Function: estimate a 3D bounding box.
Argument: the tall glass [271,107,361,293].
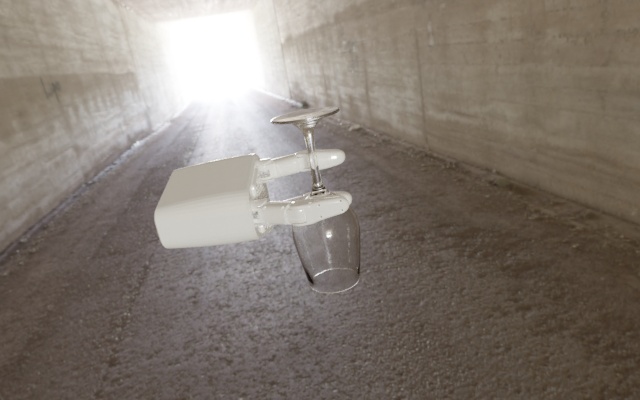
[{"bbox_3d":[0.000,0.001,0.537,0.079,0.201,0.079,-9,18,3],"label":"tall glass"}]
